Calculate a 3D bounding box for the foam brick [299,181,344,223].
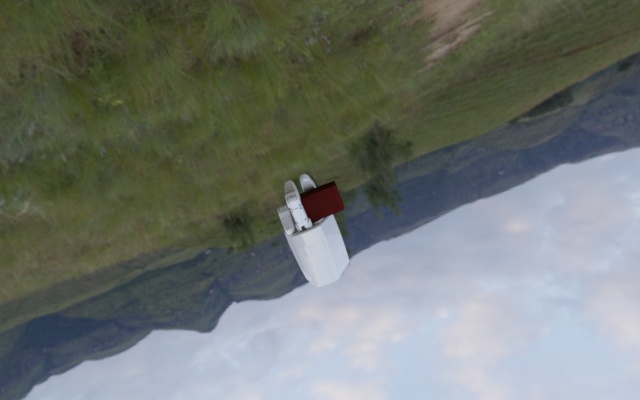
[{"bbox_3d":[0.000,0.003,0.872,0.078,0.051,0.053,-22,7,5],"label":"foam brick"}]
